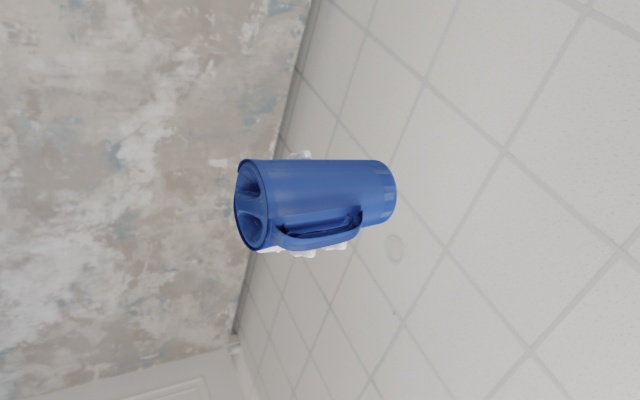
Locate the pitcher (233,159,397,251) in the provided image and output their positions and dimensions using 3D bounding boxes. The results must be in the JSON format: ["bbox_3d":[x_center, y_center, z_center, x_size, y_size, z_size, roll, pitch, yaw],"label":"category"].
[{"bbox_3d":[0.000,0.002,0.733,0.243,0.149,0.145,-6,-11,-30],"label":"pitcher"}]
